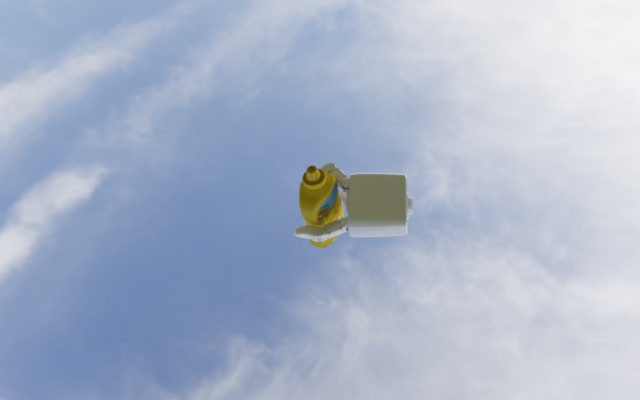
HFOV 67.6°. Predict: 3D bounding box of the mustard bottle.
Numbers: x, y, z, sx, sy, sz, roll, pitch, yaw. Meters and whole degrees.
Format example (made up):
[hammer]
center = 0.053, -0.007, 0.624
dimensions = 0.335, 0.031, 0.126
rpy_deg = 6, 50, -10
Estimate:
[mustard bottle]
center = 0.000, 0.003, 0.892
dimensions = 0.058, 0.096, 0.192
rpy_deg = 21, -30, 24
